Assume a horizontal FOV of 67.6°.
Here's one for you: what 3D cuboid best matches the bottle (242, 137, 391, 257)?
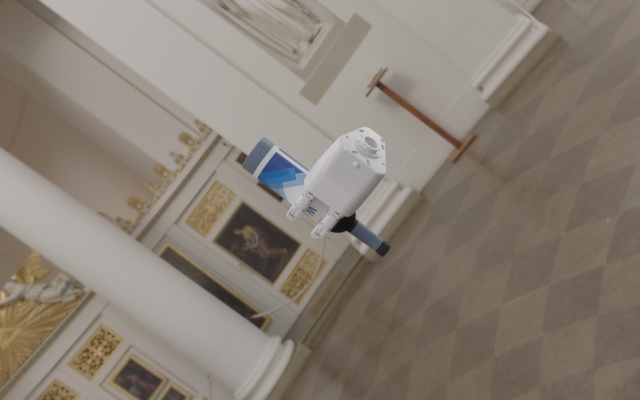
[{"bbox_3d":[0.000,0.003,0.845,0.296,0.069,0.069,37,-3,-4],"label":"bottle"}]
